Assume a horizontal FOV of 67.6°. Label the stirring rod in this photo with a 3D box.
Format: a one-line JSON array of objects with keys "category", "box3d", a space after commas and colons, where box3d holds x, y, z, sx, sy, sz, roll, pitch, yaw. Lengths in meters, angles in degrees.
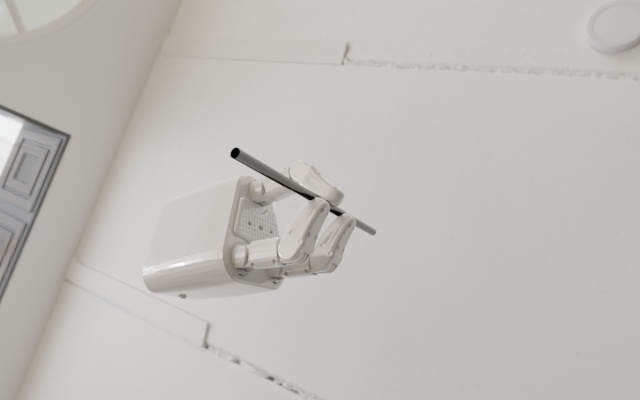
[{"category": "stirring rod", "box3d": [0.000, 0.001, 0.417, 0.011, 0.011, 0.239, 0, -16, 29]}]
